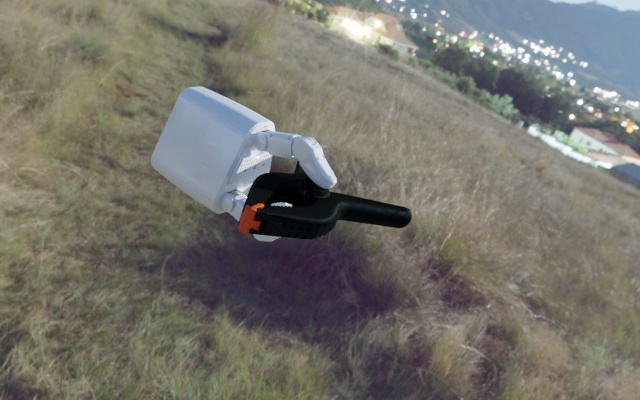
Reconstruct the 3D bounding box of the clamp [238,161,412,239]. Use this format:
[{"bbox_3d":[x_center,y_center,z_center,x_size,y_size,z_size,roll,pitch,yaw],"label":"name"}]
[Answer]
[{"bbox_3d":[0.000,0.001,0.505,0.164,0.036,0.210,32,28,17],"label":"clamp"}]
